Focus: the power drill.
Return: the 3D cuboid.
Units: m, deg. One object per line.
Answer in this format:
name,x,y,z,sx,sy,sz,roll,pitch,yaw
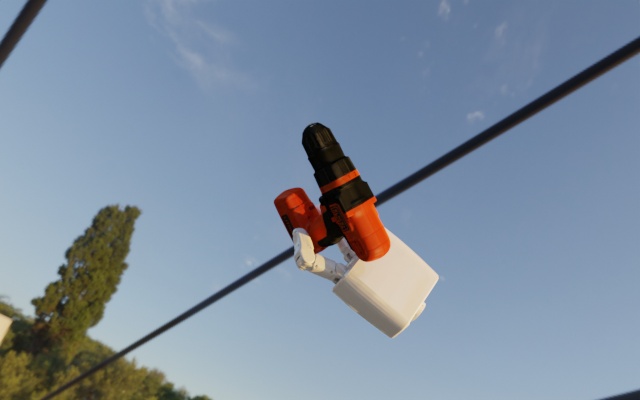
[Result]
power drill,0.000,0.002,0.645,0.057,0.184,0.188,-27,1,-26
